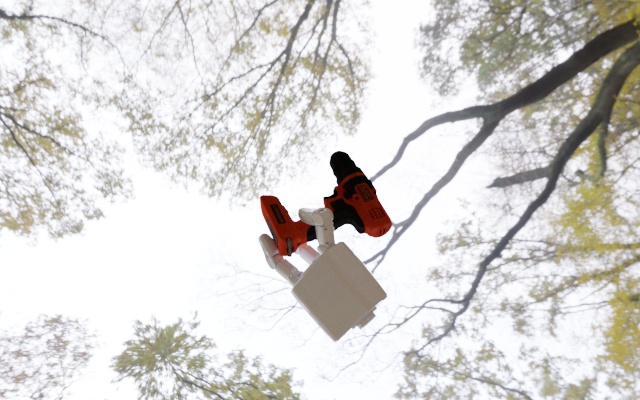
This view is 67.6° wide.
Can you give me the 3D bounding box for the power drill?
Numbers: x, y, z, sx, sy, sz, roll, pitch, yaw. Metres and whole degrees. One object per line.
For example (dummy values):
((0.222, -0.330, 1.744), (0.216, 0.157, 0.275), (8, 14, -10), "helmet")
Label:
((0.000, 0.003, 0.781), (0.187, 0.184, 0.057), (-18, -38, -14), "power drill")
